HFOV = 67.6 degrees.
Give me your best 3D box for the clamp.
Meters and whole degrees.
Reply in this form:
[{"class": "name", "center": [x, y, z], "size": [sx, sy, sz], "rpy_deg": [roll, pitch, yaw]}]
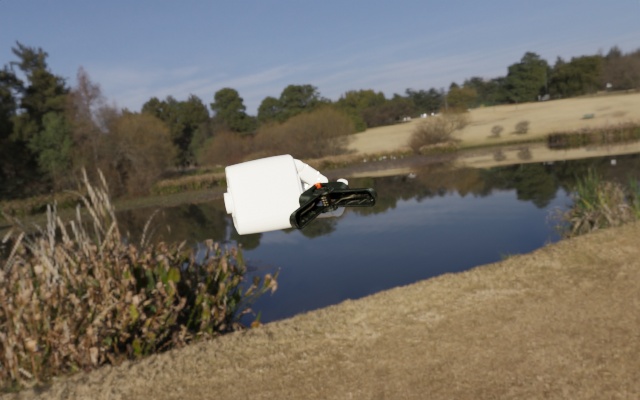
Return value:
[{"class": "clamp", "center": [0.000, 0.002, 0.689], "size": [0.120, 0.039, 0.171], "rpy_deg": [-14, 9, -13]}]
